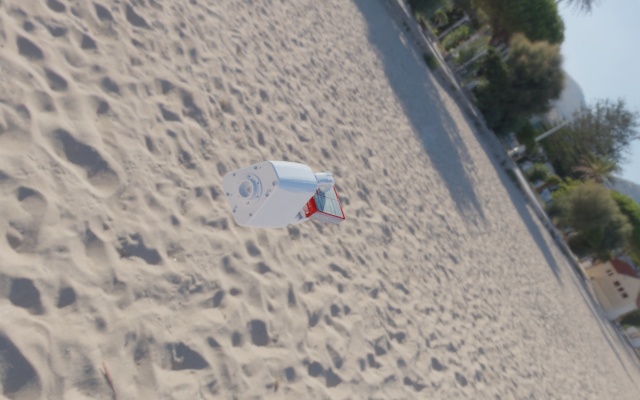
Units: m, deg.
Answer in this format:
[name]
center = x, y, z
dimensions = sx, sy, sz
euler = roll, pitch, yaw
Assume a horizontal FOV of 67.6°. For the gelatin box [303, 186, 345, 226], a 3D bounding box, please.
[gelatin box]
center = 0.001, 0.003, 0.880
dimensions = 0.030, 0.073, 0.089
euler = -35, -31, 29
